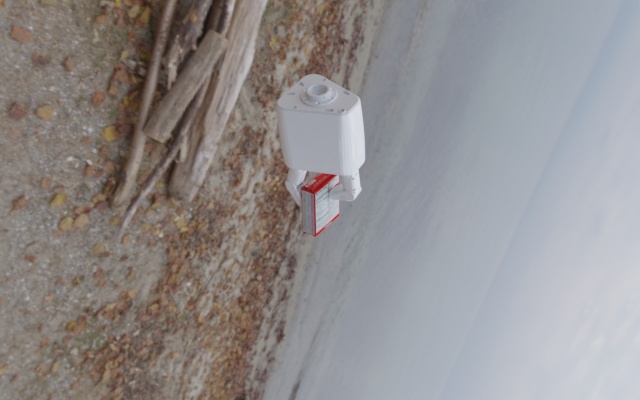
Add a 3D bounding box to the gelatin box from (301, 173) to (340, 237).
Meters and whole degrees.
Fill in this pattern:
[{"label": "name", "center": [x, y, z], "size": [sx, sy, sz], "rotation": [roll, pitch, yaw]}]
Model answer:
[{"label": "gelatin box", "center": [0.001, 0.003, 0.775], "size": [0.030, 0.089, 0.073], "rotation": [19, 39, 28]}]
